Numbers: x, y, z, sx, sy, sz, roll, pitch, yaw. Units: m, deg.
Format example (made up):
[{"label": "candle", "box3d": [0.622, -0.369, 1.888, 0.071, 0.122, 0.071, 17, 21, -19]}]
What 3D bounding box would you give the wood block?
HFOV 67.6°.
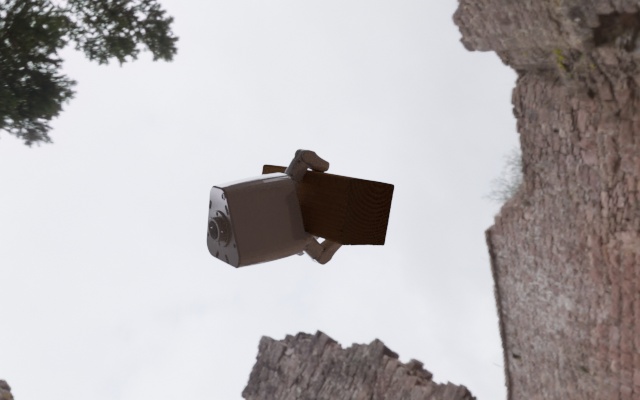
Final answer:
[{"label": "wood block", "box3d": [0.000, 0.002, 0.720, 0.090, 0.091, 0.206, 5, 6, -41]}]
